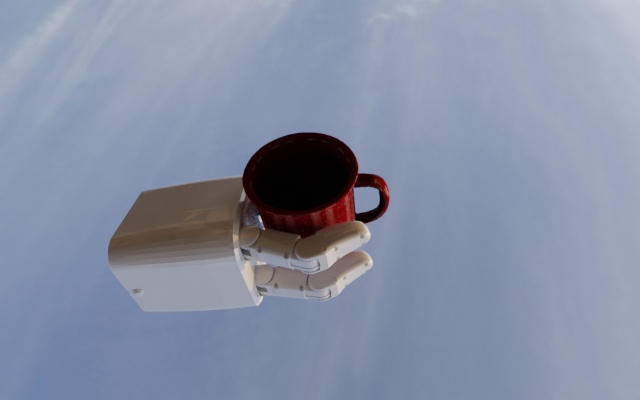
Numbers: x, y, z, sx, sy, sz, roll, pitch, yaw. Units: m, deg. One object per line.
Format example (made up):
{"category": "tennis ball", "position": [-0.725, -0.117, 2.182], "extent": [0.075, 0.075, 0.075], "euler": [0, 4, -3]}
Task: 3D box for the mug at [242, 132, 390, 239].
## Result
{"category": "mug", "position": [0.002, 0.001, 0.407], "extent": [0.117, 0.093, 0.082], "euler": [-5, -41, 4]}
